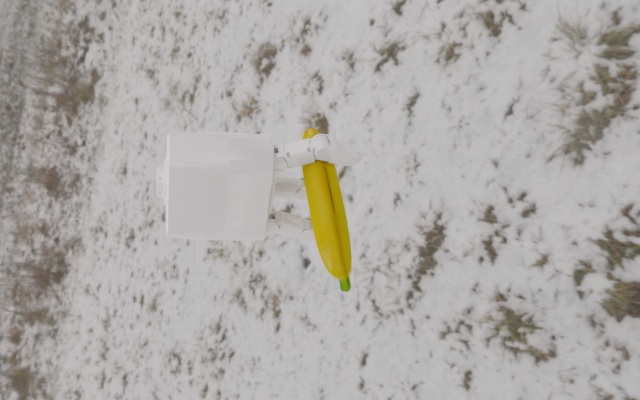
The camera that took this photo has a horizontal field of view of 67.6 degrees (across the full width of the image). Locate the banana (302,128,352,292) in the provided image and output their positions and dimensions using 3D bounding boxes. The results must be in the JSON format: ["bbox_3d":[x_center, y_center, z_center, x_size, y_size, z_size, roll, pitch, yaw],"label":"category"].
[{"bbox_3d":[0.003,-0.001,0.523,0.037,0.197,0.070,-8,-17,-9],"label":"banana"}]
